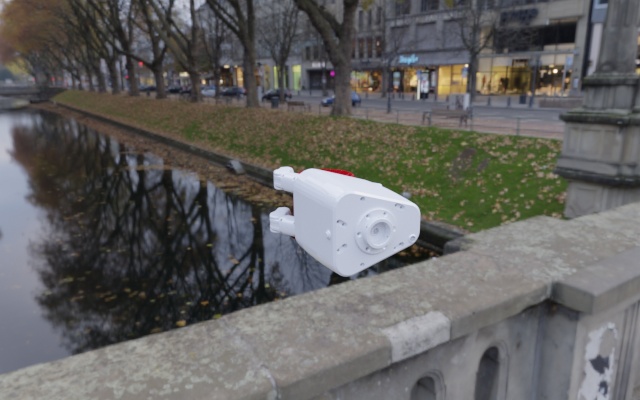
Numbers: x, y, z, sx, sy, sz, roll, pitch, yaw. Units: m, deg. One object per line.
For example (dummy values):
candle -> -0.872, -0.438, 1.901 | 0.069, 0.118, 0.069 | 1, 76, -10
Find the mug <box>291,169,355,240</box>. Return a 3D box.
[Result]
mug -> 0.000, 0.002, 0.642 | 0.093, 0.081, 0.117 | -7, 17, -24
